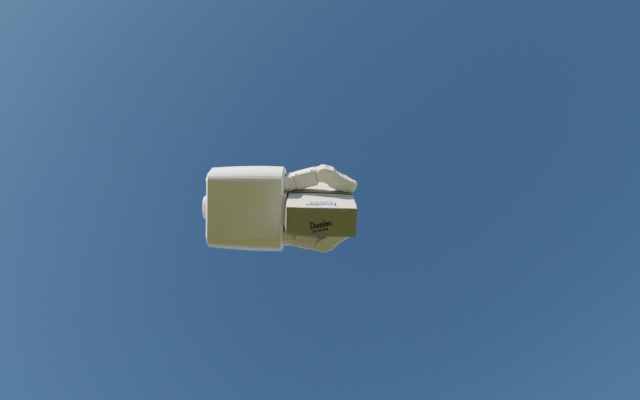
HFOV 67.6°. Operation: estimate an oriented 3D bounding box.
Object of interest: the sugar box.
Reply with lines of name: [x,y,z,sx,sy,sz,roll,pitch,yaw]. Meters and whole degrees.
sugar box: [0.000,0.003,0.686,0.093,0.048,0.176,2,20,-1]
